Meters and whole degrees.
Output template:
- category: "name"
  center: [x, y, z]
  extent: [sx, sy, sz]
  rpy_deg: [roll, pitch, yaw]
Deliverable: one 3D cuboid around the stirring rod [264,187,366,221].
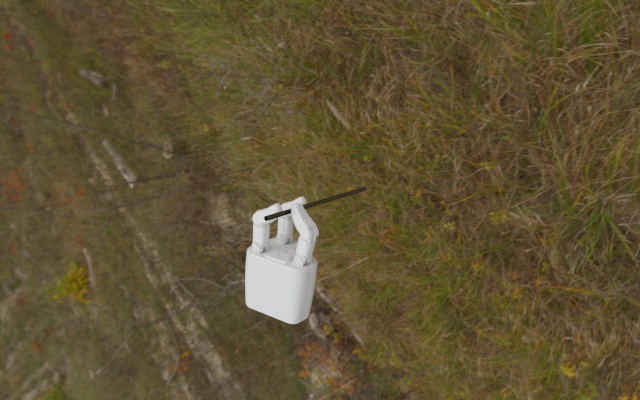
- category: "stirring rod"
  center: [0.000, 0.003, 0.789]
  extent: [0.011, 0.011, 0.239]
  rpy_deg: [0, 11, 43]
